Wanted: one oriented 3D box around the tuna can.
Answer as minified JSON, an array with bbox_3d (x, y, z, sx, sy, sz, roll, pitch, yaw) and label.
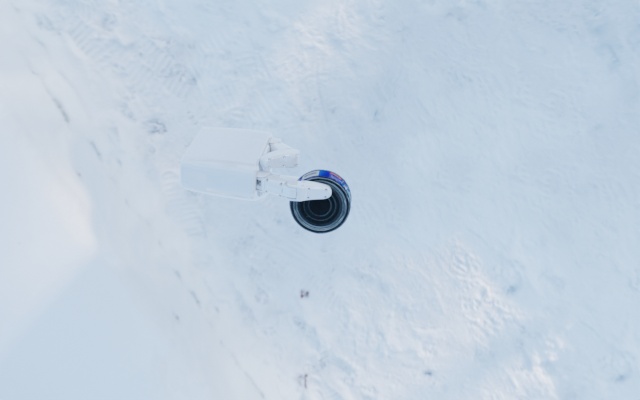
[{"bbox_3d":[0.000,0.002,0.664,0.086,0.086,0.033,0,20,4],"label":"tuna can"}]
